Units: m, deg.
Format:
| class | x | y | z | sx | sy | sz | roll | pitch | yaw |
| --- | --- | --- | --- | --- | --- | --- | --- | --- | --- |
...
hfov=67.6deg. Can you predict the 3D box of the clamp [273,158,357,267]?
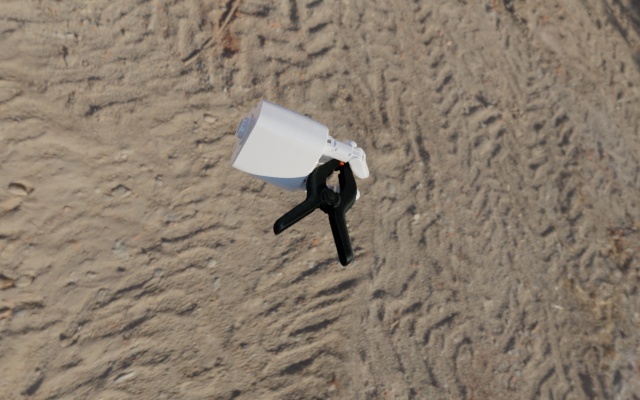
| class | x | y | z | sx | sy | sz | roll | pitch | yaw |
| --- | --- | --- | --- | --- | --- | --- | --- | --- | --- |
| clamp | 0.001 | 0.002 | 0.694 | 0.120 | 0.171 | 0.039 | 21 | -33 | -20 |
